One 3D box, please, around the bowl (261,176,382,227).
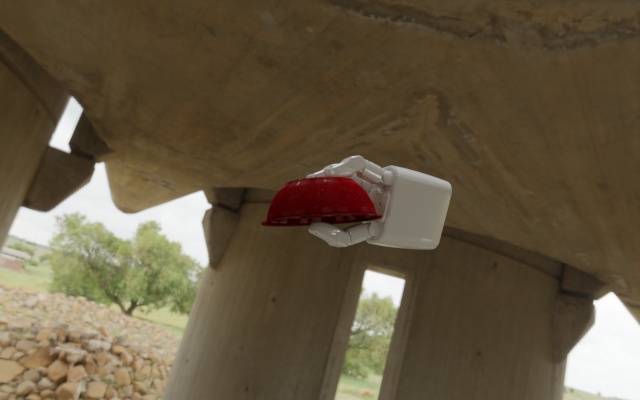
[{"bbox_3d":[-0.001,0.002,0.640,0.162,0.055,0.162,-4,-6,0],"label":"bowl"}]
